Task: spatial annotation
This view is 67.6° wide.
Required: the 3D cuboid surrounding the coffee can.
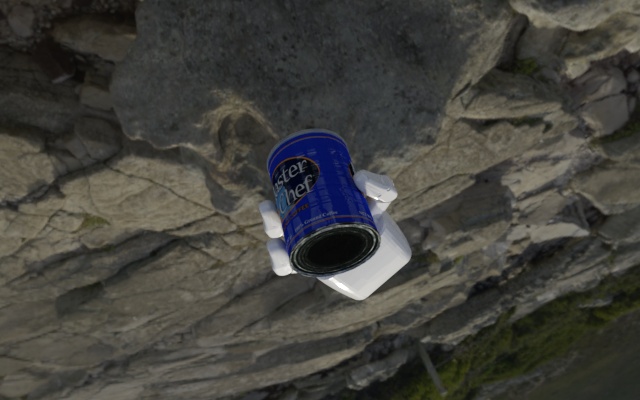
[{"bbox_3d":[0.000,0.002,0.551,0.103,0.140,0.103,-11,-37,-8],"label":"coffee can"}]
